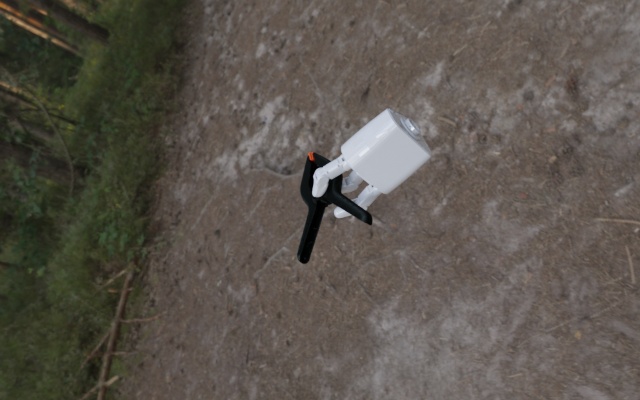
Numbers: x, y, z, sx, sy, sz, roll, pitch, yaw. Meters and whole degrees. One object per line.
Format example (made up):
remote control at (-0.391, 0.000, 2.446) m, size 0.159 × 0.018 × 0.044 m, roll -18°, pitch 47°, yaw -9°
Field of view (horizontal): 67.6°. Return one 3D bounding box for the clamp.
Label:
clamp at (0.000, 0.002, 0.872) m, size 0.164 × 0.209 × 0.036 m, roll -39°, pitch -41°, yaw 24°
